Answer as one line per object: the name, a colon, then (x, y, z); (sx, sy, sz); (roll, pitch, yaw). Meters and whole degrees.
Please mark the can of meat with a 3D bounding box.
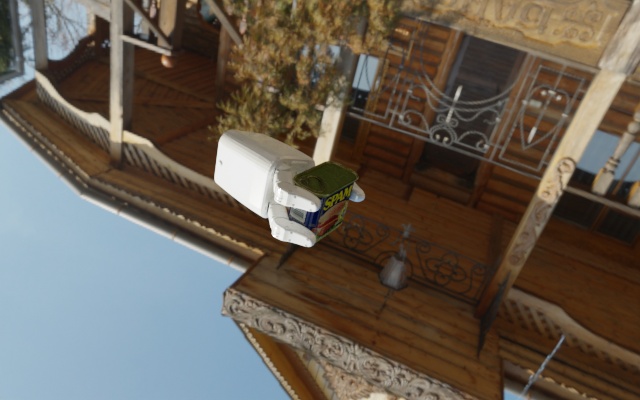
can of meat: (0.000, 0.002, 0.668); (0.057, 0.084, 0.102); (30, 34, 23)
